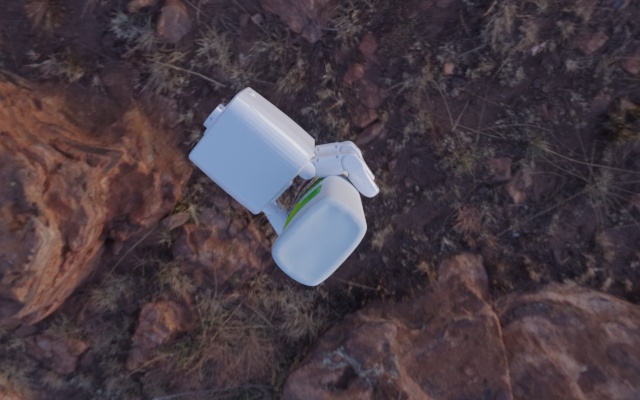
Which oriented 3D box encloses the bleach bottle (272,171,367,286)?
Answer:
[{"bbox_3d":[0.000,0.002,0.595,0.068,0.102,0.250,40,14,-12],"label":"bleach bottle"}]
